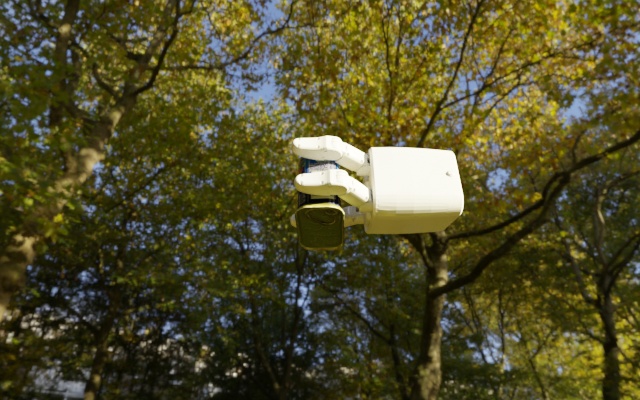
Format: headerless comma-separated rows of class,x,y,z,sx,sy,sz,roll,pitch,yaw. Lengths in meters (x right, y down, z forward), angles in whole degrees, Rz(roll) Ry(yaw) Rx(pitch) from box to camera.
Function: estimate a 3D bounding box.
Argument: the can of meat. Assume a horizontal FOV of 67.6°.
can of meat,0.000,0.002,0.597,0.057,0.084,0.102,-1,-34,2
